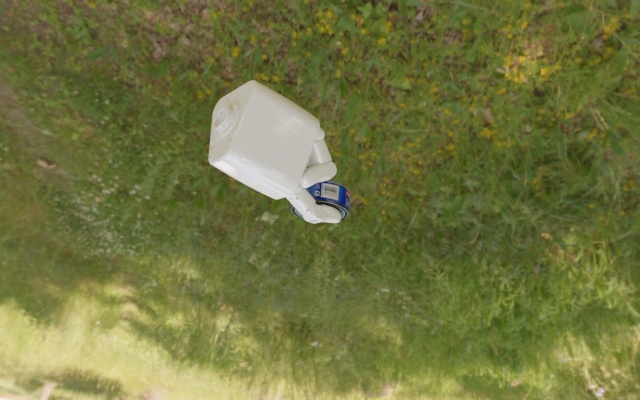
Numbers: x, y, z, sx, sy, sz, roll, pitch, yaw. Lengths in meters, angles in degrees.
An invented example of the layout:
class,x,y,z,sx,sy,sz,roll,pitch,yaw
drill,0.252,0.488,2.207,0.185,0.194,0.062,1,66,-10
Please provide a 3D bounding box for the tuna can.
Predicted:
class,x,y,z,sx,sy,sz,roll,pitch,yaw
tuna can,0.000,0.003,0.692,0.086,0.033,0.086,4,-23,2
